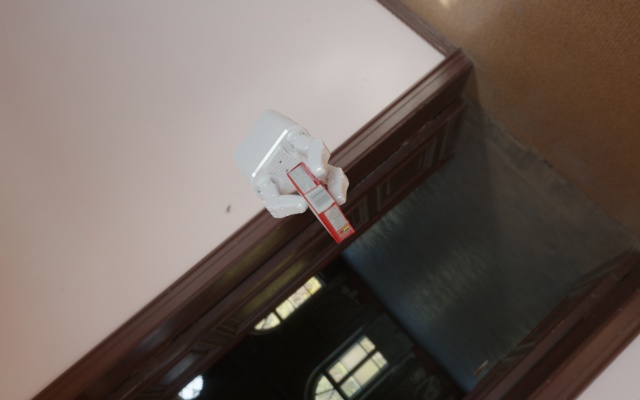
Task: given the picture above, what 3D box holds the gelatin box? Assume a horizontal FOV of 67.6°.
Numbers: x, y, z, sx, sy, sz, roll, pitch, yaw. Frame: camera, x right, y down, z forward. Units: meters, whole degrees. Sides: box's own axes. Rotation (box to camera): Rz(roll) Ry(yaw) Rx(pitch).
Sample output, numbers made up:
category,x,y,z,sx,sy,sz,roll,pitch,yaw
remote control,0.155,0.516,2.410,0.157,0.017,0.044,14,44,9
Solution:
category,x,y,z,sx,sy,sz,roll,pitch,yaw
gelatin box,0.000,0.002,0.607,0.089,0.030,0.073,51,-4,40
